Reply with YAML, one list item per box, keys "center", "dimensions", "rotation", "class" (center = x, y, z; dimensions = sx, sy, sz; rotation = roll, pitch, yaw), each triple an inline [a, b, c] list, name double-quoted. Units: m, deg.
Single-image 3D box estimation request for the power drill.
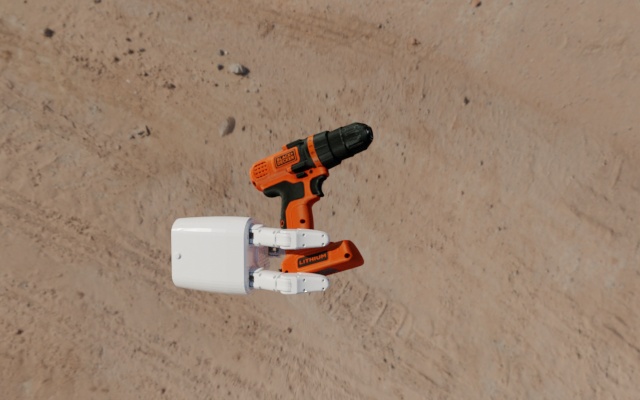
- center: [0.000, 0.003, 0.630]
  dimensions: [0.184, 0.187, 0.057]
  rotation: [-21, -23, 22]
  class: "power drill"
